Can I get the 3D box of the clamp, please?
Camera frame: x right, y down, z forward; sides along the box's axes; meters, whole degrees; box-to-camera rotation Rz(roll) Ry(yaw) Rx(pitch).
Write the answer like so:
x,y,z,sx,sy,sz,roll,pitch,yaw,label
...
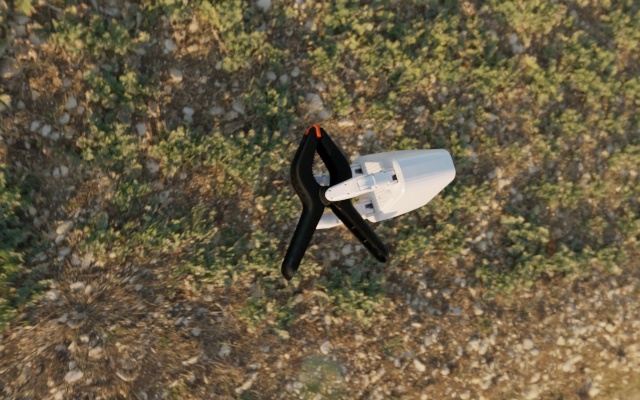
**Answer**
x,y,z,sx,sy,sz,roll,pitch,yaw,label
0.001,0.001,0.642,0.164,0.210,0.036,-13,-6,-33,clamp
